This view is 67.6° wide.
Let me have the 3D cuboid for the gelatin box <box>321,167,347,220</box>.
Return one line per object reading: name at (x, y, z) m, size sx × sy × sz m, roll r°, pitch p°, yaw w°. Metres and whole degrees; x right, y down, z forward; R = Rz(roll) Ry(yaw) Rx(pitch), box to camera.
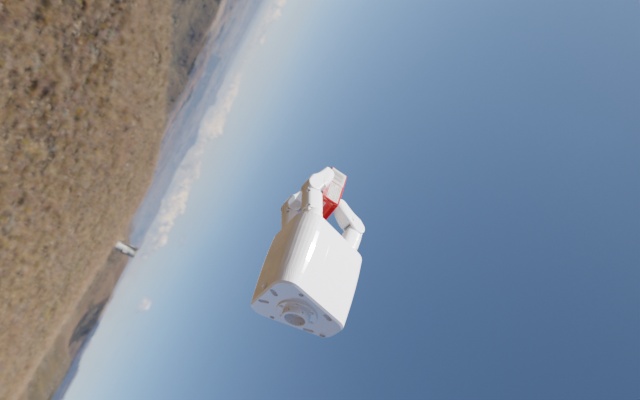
gelatin box at (0.001, 0.002, 0.684) m, size 0.030 × 0.073 × 0.089 m, roll 35°, pitch 31°, yaw -9°
